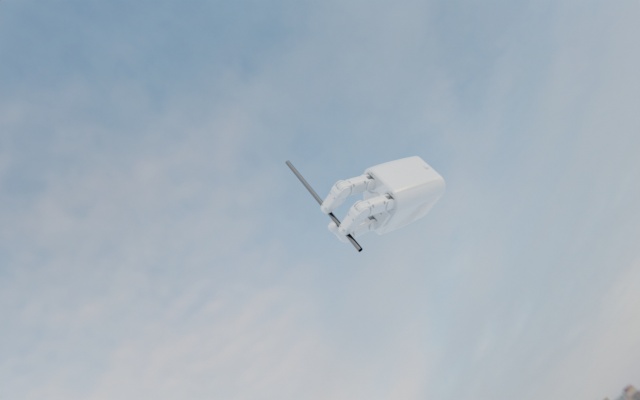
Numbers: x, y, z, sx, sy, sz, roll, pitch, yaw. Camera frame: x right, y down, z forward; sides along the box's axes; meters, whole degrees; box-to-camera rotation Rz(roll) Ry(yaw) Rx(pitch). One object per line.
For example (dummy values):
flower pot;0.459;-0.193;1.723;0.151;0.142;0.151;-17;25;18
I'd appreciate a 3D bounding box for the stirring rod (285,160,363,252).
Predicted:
stirring rod;0.000;0.003;0.800;0.011;0.011;0.239;0;37;-40
